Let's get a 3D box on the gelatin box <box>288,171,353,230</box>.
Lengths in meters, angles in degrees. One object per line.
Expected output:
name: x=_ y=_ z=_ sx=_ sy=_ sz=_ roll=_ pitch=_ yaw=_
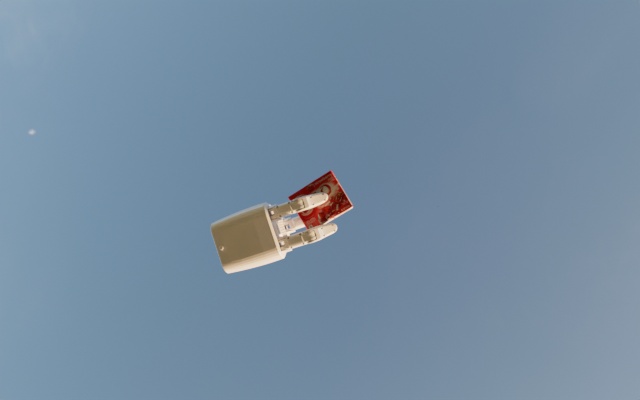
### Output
gelatin box: x=0.000 y=0.003 z=0.822 sx=0.089 sy=0.073 sz=0.030 roll=-31 pitch=-6 yaw=3
